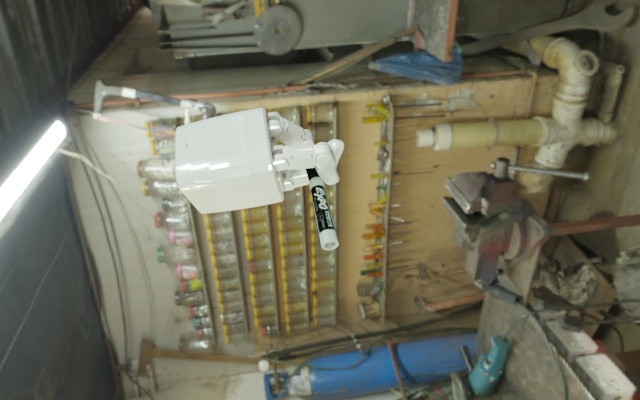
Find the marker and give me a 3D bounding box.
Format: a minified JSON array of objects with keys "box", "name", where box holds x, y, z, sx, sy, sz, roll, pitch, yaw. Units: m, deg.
[{"box":[0.000,0.002,0.544,0.020,0.121,0.020,-8,-38,-6],"name":"marker"}]
